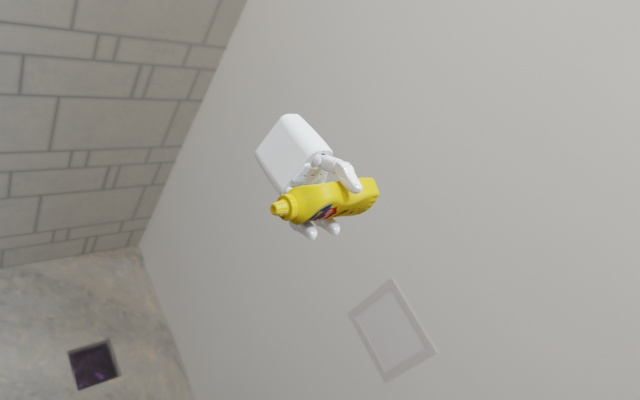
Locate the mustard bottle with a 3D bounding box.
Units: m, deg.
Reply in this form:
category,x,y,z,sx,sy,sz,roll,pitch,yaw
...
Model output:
category,x,y,z,sx,sy,sz,roll,pitch,yaw
mustard bottle,0.000,0.003,0.776,0.191,0.058,0.096,-8,-16,-41
